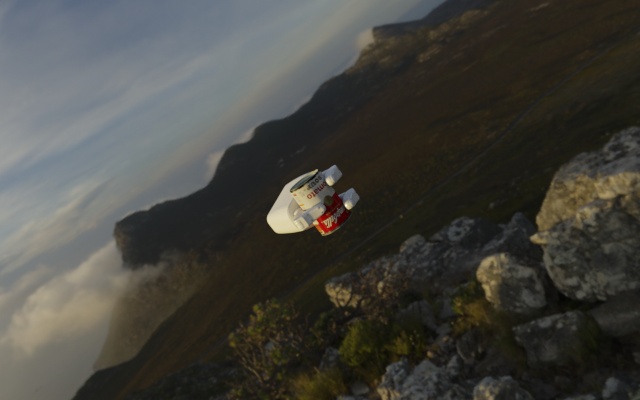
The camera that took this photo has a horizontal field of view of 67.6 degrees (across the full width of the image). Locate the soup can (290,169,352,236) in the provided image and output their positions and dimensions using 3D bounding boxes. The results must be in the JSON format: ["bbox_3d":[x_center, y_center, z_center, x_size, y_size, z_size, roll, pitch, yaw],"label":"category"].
[{"bbox_3d":[0.000,0.003,0.863,0.068,0.102,0.068,-35,12,8],"label":"soup can"}]
